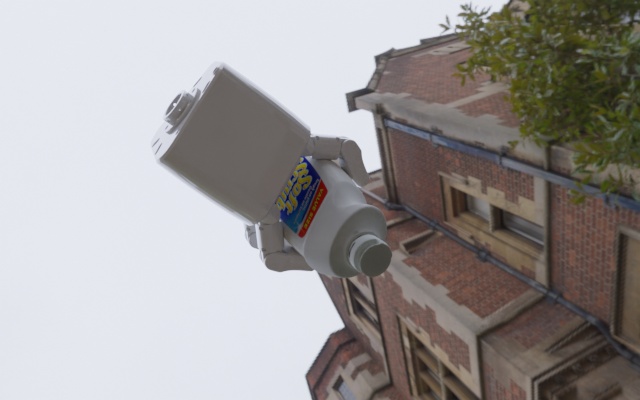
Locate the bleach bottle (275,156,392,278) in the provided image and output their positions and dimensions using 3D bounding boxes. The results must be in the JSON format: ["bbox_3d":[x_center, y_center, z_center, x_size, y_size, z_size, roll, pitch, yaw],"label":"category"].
[{"bbox_3d":[0.000,0.002,0.479,0.068,0.102,0.250,37,1,-30],"label":"bleach bottle"}]
